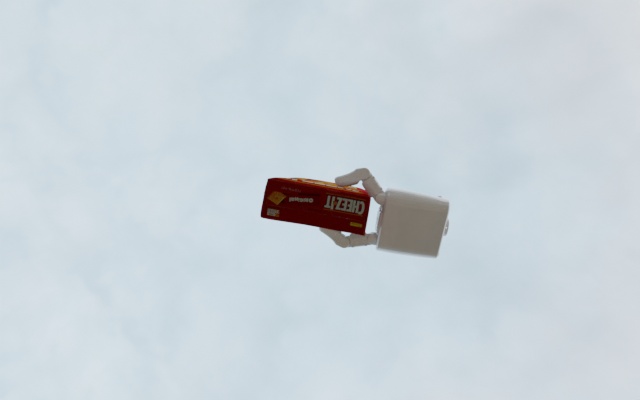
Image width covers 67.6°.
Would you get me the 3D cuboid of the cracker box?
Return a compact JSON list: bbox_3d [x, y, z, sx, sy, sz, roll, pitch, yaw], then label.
[{"bbox_3d":[0.000,0.003,0.825,0.164,0.072,0.213,9,3,3],"label":"cracker box"}]
